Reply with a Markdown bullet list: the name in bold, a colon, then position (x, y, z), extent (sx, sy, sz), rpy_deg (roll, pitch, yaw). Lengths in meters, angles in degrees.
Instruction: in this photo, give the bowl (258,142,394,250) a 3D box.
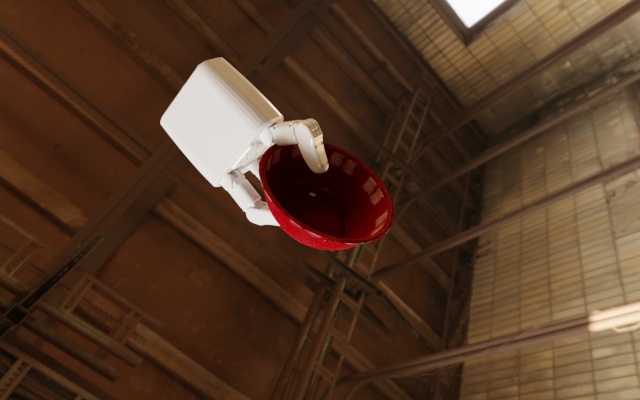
- **bowl**: position (0.001, 0.003, 0.541), extent (0.162, 0.162, 0.055), rpy_deg (0, -44, -31)
